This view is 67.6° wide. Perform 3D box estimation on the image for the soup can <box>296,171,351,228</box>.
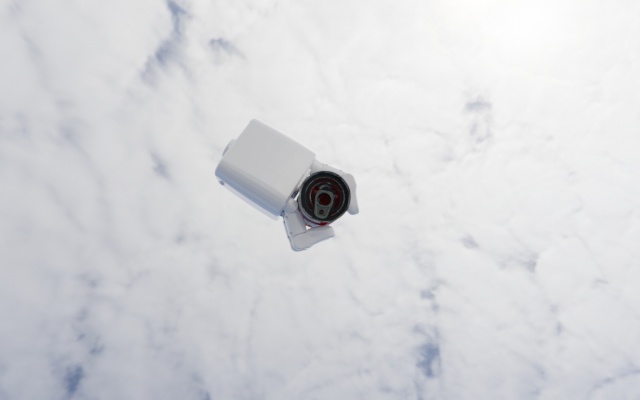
[{"bbox_3d":[0.001,0.002,0.665,0.068,0.068,0.102,0,-9,-7],"label":"soup can"}]
